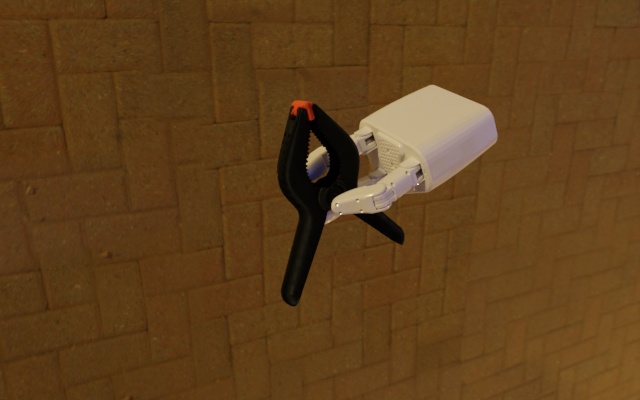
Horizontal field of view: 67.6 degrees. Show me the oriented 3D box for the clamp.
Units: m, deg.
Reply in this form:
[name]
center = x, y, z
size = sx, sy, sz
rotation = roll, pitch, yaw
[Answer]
[clamp]
center = 0.000, 0.001, 0.503
size = 0.164, 0.210, 0.036
rotation = -33, 28, -21
